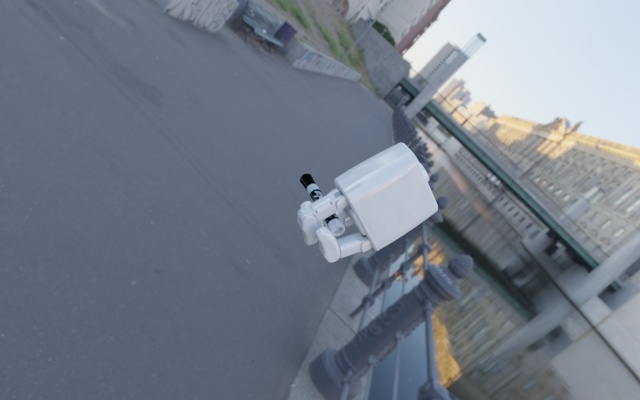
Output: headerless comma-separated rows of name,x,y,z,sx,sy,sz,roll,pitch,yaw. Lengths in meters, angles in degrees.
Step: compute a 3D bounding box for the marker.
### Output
marker,0.000,0.002,0.662,0.020,0.020,0.121,0,39,-31
